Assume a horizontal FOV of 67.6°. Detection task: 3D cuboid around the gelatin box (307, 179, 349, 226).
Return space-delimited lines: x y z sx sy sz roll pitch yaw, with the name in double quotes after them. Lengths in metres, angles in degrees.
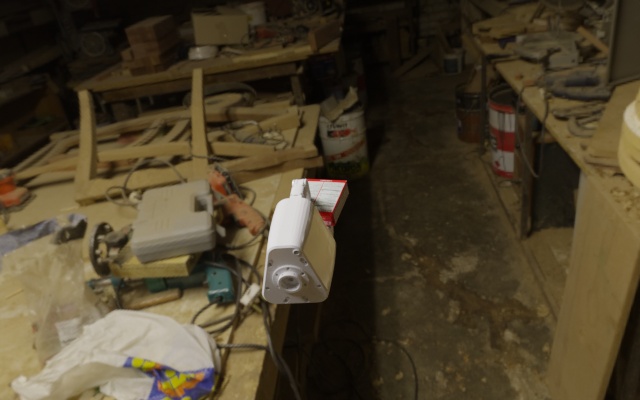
0.000 0.002 0.787 0.073 0.030 0.089 3 40 20 "gelatin box"
